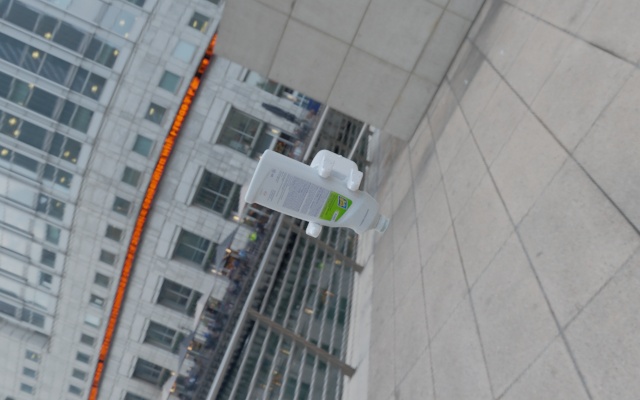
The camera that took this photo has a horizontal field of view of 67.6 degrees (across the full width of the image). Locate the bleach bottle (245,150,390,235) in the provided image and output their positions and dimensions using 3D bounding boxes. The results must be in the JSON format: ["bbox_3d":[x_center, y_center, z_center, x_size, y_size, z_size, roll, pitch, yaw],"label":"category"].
[{"bbox_3d":[0.000,0.003,0.851,0.251,0.103,0.068,24,24,-4],"label":"bleach bottle"}]
